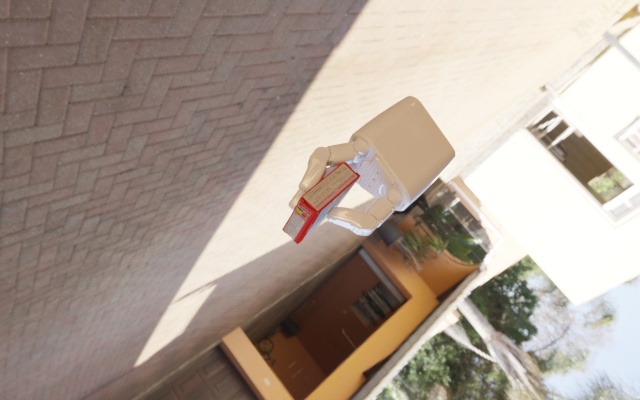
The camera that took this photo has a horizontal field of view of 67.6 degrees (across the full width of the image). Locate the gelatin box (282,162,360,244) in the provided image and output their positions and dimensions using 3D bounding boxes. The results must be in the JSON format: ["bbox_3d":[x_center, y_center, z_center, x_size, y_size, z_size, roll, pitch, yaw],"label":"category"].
[{"bbox_3d":[0.000,0.002,0.571,0.089,0.030,0.073,-42,-9,-38],"label":"gelatin box"}]
